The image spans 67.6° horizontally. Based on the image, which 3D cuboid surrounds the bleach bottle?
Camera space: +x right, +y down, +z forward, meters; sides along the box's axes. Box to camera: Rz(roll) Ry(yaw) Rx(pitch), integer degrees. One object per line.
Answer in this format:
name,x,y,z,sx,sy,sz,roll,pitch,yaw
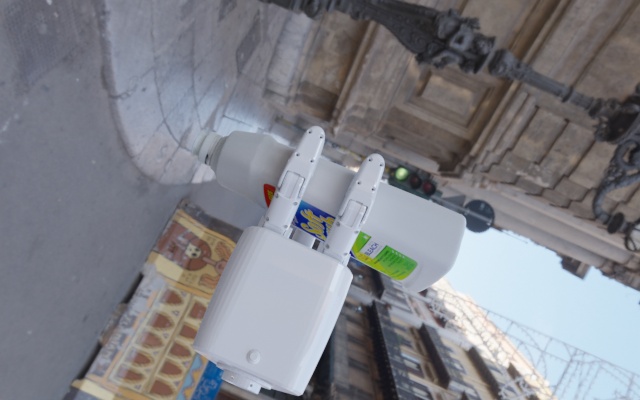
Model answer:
bleach bottle,0.000,0.001,0.449,0.251,0.068,0.103,24,-25,0
